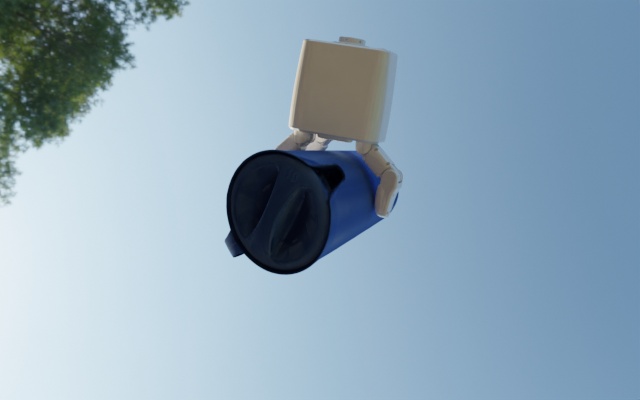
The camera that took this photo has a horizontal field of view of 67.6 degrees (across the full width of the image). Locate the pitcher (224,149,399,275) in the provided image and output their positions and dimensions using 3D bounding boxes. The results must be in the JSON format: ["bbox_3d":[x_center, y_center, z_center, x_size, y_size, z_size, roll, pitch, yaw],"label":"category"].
[{"bbox_3d":[0.000,0.002,0.601,0.149,0.145,0.243,15,15,27],"label":"pitcher"}]
